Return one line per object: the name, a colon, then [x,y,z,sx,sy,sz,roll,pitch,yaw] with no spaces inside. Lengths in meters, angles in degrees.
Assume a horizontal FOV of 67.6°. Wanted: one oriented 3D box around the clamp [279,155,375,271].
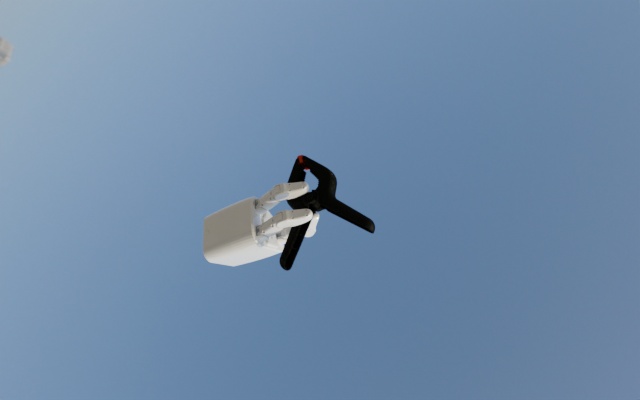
clamp: [0.000,0.003,0.803,0.164,0.209,0.036,-19,-37,15]
